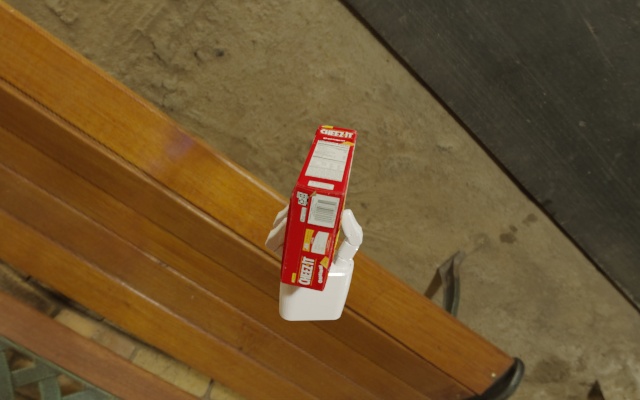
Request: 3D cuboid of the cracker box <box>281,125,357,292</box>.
[{"bbox_3d":[0.000,0.002,0.716,0.072,0.164,0.213,11,31,2],"label":"cracker box"}]
